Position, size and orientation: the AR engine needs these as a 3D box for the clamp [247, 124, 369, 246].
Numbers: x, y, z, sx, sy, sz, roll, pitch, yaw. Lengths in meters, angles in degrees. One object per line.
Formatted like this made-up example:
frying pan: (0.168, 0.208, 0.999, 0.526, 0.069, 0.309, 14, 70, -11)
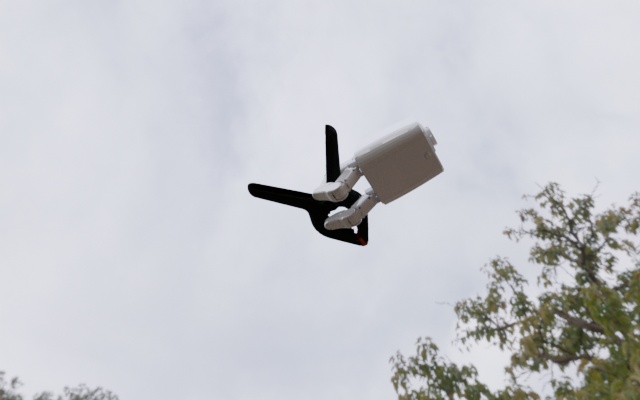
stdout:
clamp: (0.001, 0.002, 0.752, 0.164, 0.210, 0.036, -29, 28, 14)
